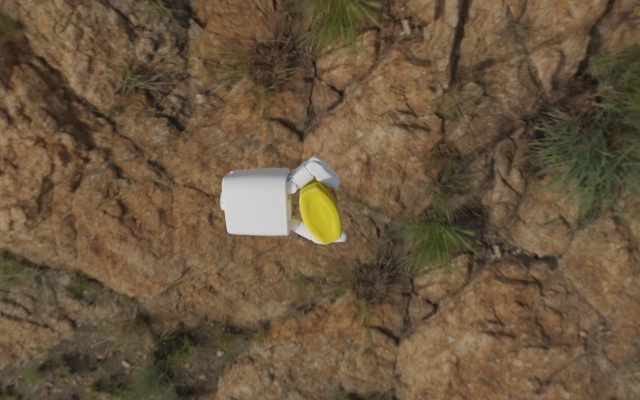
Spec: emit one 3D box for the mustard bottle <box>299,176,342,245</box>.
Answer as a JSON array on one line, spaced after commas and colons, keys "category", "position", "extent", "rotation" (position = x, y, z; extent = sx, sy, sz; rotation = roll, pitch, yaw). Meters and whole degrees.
[{"category": "mustard bottle", "position": [0.000, 0.003, 0.833], "extent": [0.058, 0.096, 0.191], "rotation": [-25, 13, 6]}]
